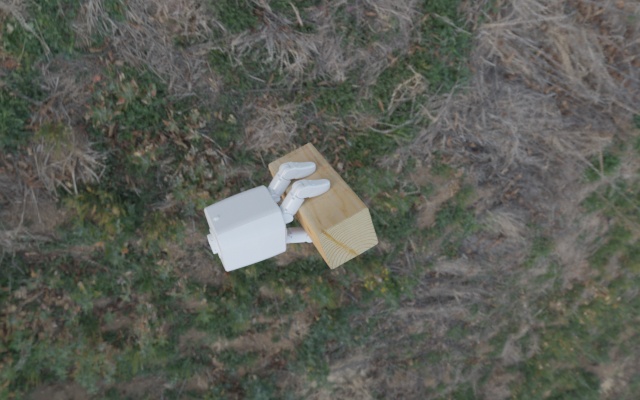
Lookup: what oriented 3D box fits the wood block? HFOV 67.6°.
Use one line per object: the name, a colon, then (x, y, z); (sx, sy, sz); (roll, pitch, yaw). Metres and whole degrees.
wood block: (0.000, 0.003, 0.805); (0.090, 0.091, 0.206); (-29, 45, -8)
